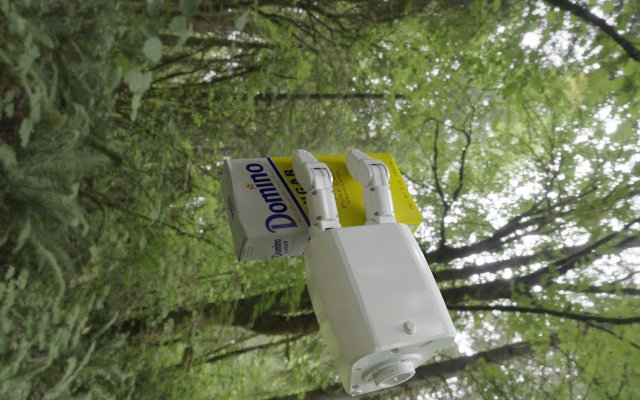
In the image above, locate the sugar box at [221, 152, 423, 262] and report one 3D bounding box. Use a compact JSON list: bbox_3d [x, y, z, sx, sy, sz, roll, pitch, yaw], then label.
[{"bbox_3d":[0.000,0.001,0.461,0.176,0.093,0.048,-4,-37,-24],"label":"sugar box"}]
